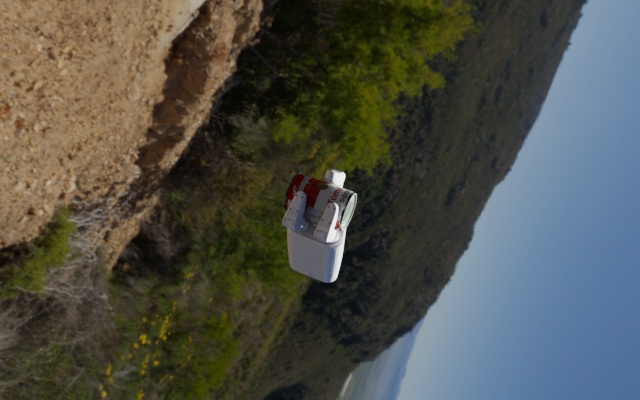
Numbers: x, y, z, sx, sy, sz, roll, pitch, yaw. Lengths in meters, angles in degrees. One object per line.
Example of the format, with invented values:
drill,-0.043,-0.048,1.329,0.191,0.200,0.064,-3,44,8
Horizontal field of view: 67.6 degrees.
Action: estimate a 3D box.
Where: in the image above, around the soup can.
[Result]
soup can,0.000,0.002,0.778,0.102,0.068,0.068,20,5,15
